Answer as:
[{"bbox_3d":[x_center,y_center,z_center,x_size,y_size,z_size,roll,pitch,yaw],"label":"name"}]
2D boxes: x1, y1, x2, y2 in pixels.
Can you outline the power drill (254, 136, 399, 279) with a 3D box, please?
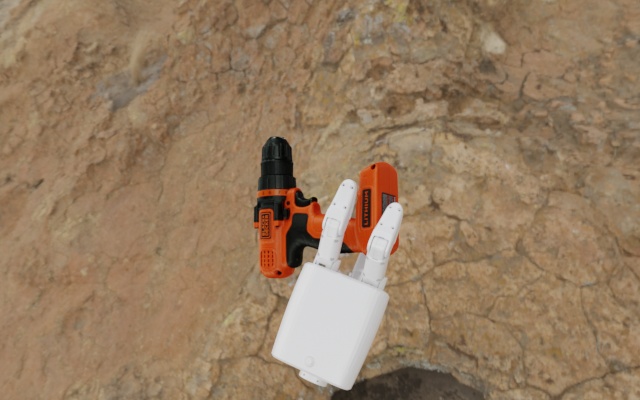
[{"bbox_3d":[0.000,0.002,0.579,0.187,0.184,0.057,-6,-7,35],"label":"power drill"}]
